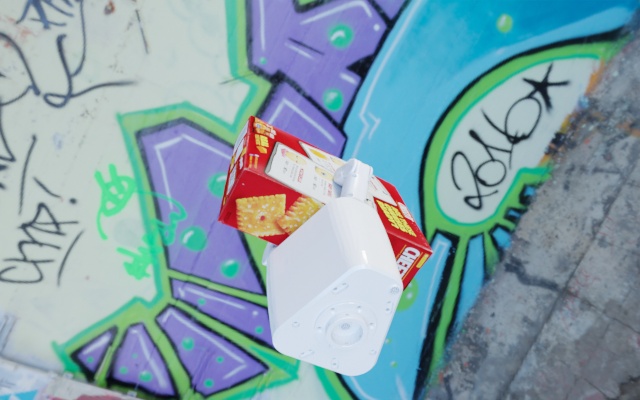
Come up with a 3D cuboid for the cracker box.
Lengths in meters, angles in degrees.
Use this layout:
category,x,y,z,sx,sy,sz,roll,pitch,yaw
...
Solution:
category,x,y,z,sx,sy,sz,roll,pitch,yaw
cracker box,0.000,0.002,0.538,0.214,0.072,0.164,25,22,-18
